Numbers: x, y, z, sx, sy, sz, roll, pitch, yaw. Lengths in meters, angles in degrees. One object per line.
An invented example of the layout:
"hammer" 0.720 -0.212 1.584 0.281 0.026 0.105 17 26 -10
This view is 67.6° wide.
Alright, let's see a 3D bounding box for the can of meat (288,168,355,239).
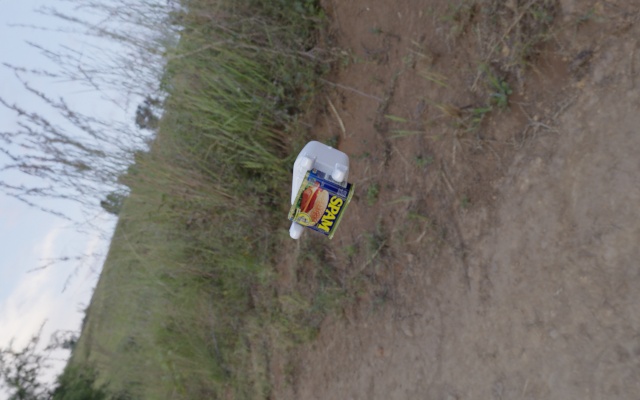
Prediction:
"can of meat" 0.000 0.003 0.805 0.084 0.102 0.057 23 30 -2
